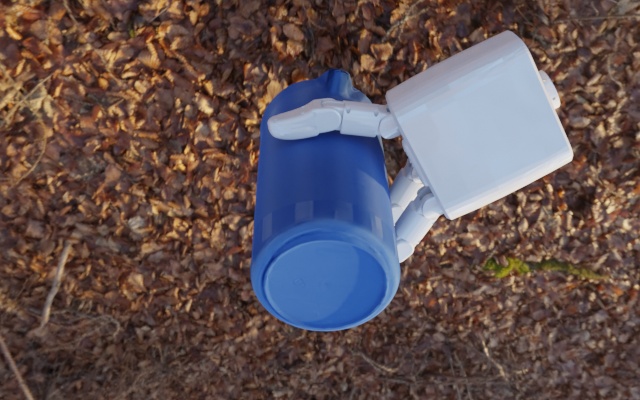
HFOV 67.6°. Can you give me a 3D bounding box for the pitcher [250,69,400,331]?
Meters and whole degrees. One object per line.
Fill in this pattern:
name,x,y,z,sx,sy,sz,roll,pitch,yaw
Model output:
pitcher,0.000,0.001,0.439,0.145,0.149,0.242,-26,31,16
